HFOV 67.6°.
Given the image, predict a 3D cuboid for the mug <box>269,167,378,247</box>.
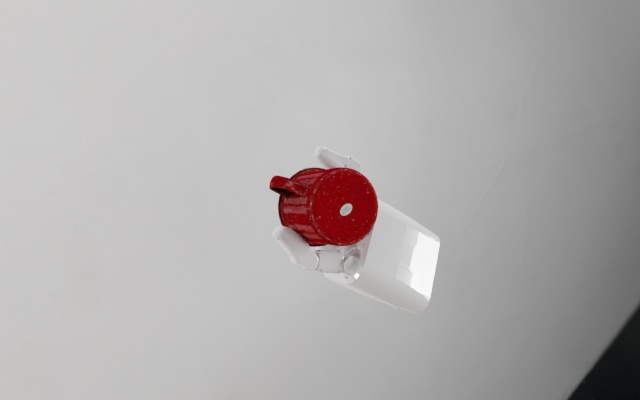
[{"bbox_3d":[-0.001,0.001,0.515,0.117,0.093,0.081,28,-12,-20],"label":"mug"}]
